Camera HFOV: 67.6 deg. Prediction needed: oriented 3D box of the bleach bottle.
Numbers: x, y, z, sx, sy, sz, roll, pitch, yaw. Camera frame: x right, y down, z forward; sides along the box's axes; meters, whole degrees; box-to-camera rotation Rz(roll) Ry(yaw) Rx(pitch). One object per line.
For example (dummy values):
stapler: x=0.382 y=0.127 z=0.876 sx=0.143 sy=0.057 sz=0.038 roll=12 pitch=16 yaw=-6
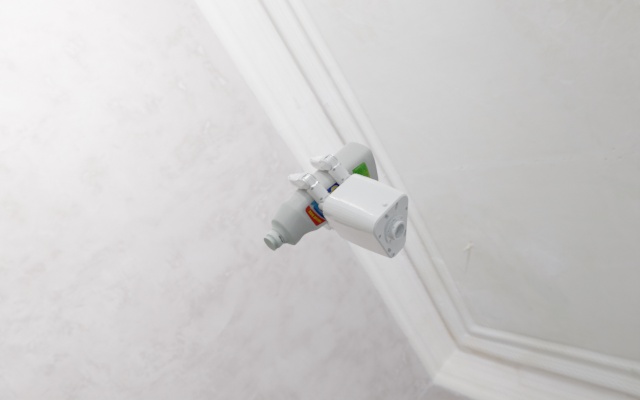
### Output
bleach bottle: x=0.000 y=0.003 z=0.846 sx=0.068 sy=0.103 sz=0.250 roll=24 pitch=55 yaw=38
